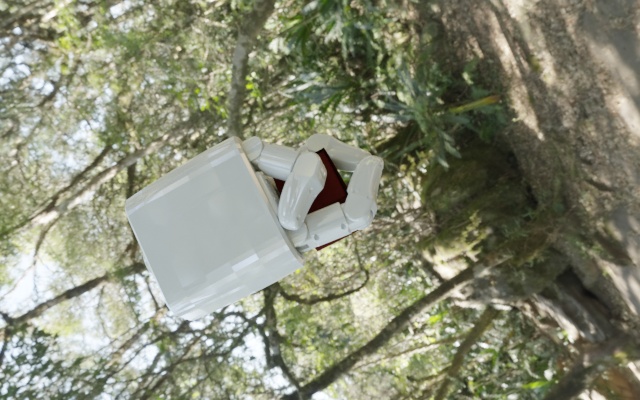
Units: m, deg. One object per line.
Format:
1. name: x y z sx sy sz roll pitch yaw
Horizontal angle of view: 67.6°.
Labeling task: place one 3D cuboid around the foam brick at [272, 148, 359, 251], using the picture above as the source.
1. foam brick: 0.000 0.002 0.422 0.051 0.053 0.078 -29 -28 1
